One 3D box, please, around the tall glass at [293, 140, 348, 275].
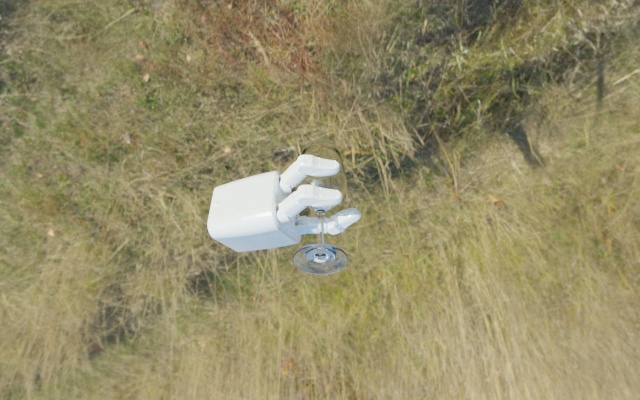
[{"bbox_3d":[0.000,0.003,0.696,0.079,0.200,0.079,0,-39,0],"label":"tall glass"}]
